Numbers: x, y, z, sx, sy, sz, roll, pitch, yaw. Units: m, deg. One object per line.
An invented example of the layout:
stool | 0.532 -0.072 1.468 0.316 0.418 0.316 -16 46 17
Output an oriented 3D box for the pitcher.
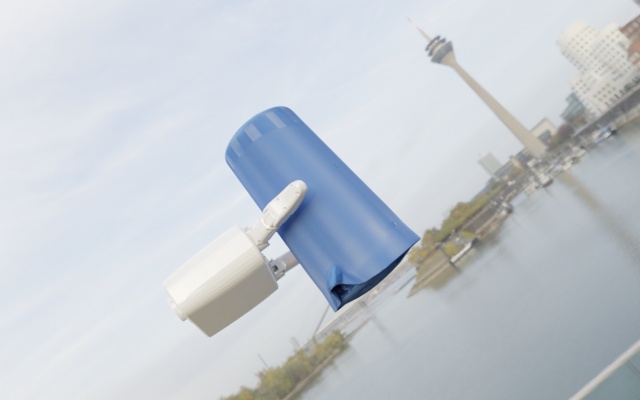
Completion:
pitcher | 0.000 0.002 0.592 0.145 0.243 0.149 -38 -12 -12
